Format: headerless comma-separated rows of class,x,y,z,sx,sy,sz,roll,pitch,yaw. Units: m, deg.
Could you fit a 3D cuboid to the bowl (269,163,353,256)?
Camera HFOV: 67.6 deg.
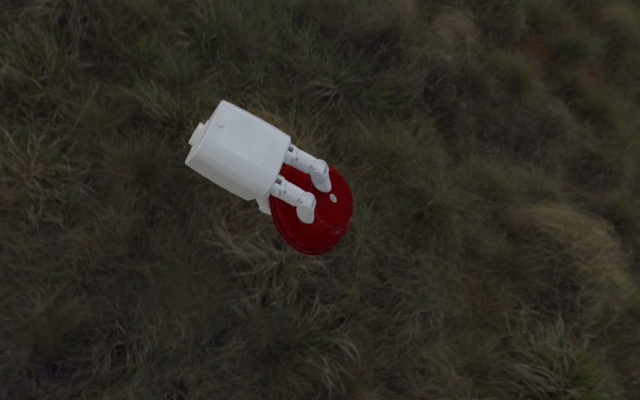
bowl,0.001,0.003,0.742,0.162,0.162,0.055,0,-11,-44
